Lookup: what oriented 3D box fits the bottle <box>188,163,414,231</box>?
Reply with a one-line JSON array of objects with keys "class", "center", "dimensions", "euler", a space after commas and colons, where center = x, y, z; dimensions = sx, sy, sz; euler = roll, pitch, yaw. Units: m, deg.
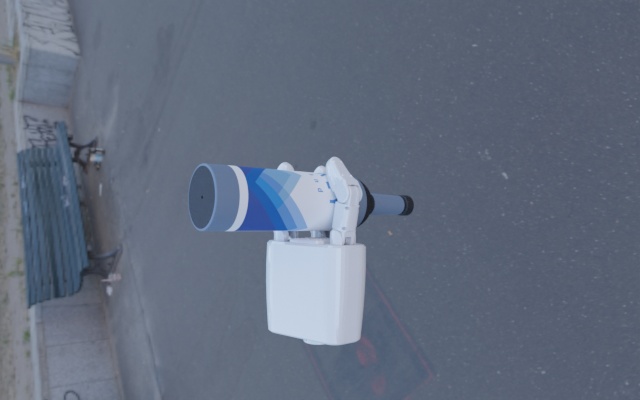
[{"class": "bottle", "center": [0.000, 0.002, 0.554], "dimensions": [0.296, 0.069, 0.069], "euler": [2, -2, -38]}]
